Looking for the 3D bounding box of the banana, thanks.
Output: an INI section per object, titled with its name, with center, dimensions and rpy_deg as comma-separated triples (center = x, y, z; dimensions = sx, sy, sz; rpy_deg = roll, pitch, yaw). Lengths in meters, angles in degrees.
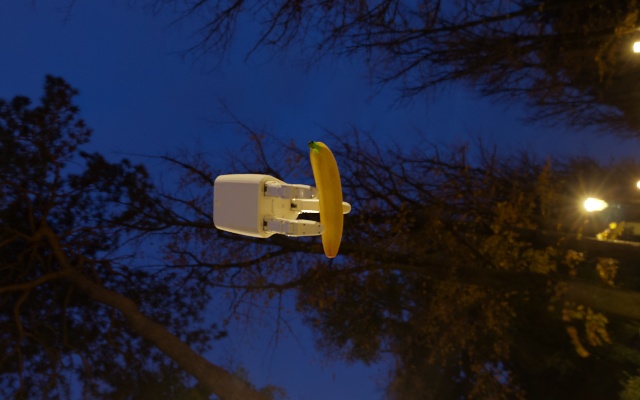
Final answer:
[banana]
center = 0.008, -0.009, 0.736
dimensions = 0.037, 0.198, 0.069
rpy_deg = 4, 30, 29
